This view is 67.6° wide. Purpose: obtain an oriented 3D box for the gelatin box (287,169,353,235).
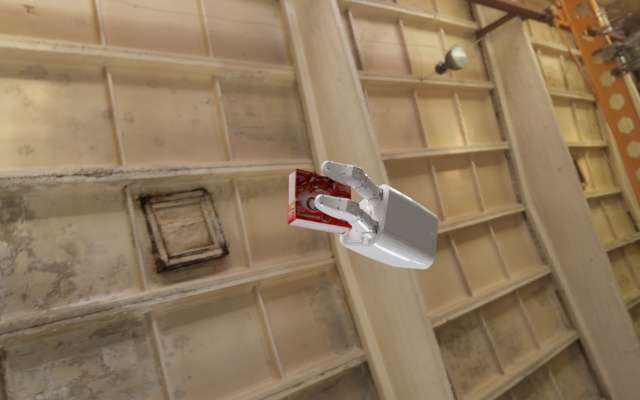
[{"bbox_3d":[0.000,0.002,0.652,0.089,0.073,0.030,12,-26,-25],"label":"gelatin box"}]
